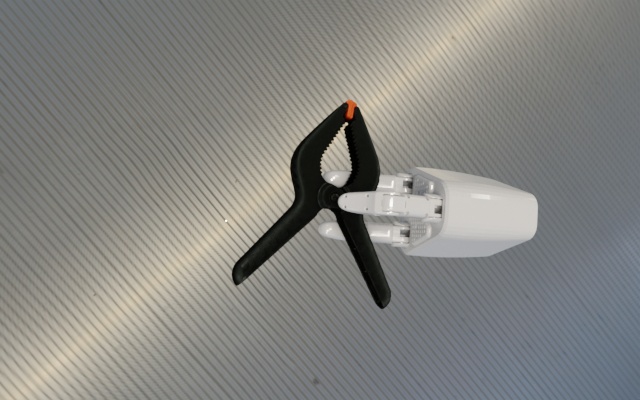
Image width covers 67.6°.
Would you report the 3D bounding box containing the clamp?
[{"bbox_3d":[0.001,0.001,0.481,0.164,0.210,0.036,5,-3,-16],"label":"clamp"}]
